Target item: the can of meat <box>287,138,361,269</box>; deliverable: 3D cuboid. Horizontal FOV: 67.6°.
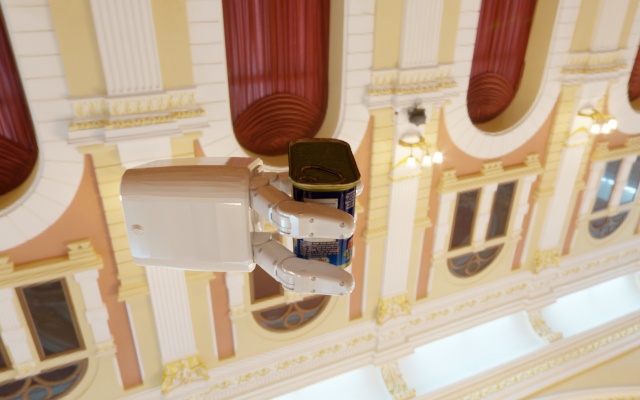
[{"bbox_3d":[0.000,0.002,0.423,0.057,0.084,0.102,-1,28,-5],"label":"can of meat"}]
